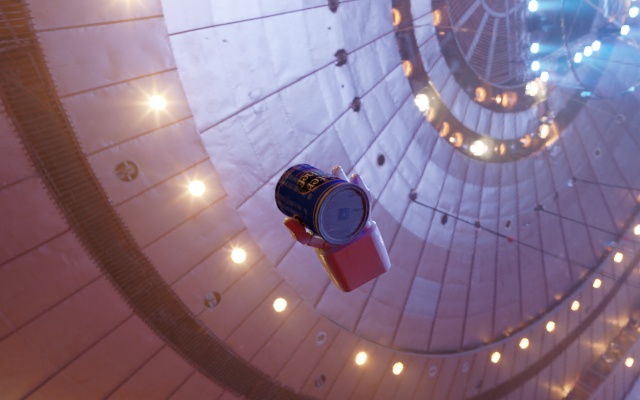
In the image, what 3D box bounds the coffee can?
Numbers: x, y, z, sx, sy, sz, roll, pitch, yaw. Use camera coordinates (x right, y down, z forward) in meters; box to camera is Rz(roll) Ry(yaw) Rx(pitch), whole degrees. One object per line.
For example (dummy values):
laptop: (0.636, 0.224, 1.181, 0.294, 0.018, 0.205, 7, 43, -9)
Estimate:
coffee can: (0.000, 0.003, 0.807, 0.103, 0.103, 0.140, 0, 17, -35)
